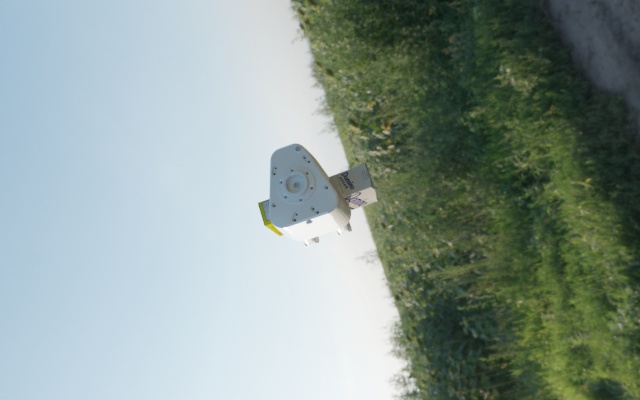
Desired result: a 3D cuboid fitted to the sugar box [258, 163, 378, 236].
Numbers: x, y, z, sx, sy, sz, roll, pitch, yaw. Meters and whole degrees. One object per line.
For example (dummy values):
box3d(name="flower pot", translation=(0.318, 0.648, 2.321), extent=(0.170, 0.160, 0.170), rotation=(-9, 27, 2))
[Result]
box3d(name="sugar box", translation=(0.000, 0.003, 0.755), extent=(0.176, 0.048, 0.093), rotation=(-18, -17, 7))
